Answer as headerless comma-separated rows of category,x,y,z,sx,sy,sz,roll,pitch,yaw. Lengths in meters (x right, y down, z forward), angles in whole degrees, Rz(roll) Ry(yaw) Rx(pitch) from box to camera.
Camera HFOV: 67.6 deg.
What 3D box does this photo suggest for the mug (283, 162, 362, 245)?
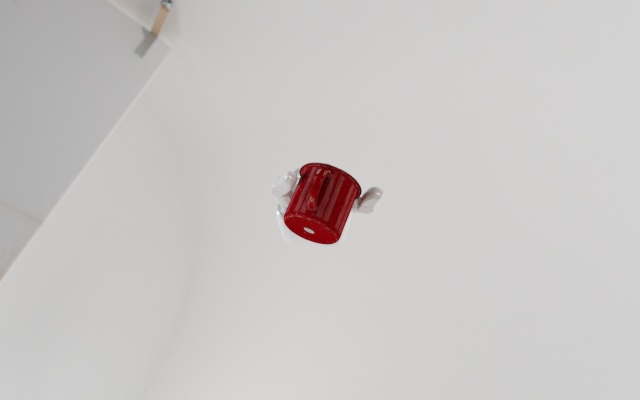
mug,0.000,0.002,0.640,0.093,0.081,0.117,18,-26,9
